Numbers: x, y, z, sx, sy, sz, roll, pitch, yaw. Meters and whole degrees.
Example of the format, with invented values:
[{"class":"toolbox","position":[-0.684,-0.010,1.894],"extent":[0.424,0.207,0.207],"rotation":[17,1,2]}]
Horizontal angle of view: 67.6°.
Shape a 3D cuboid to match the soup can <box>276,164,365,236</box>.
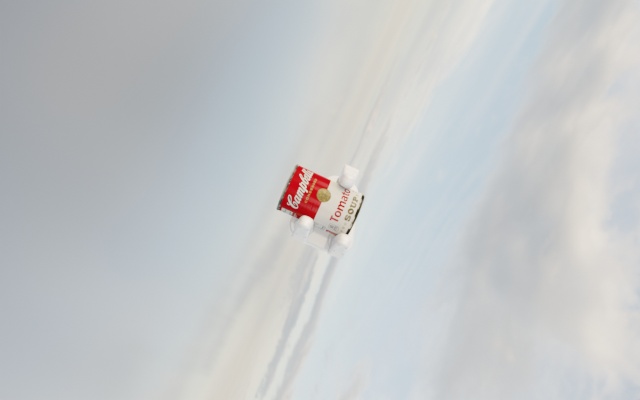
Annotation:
[{"class":"soup can","position":[0.000,0.002,0.646],"extent":[0.102,0.068,0.068],"rotation":[24,0,-1]}]
